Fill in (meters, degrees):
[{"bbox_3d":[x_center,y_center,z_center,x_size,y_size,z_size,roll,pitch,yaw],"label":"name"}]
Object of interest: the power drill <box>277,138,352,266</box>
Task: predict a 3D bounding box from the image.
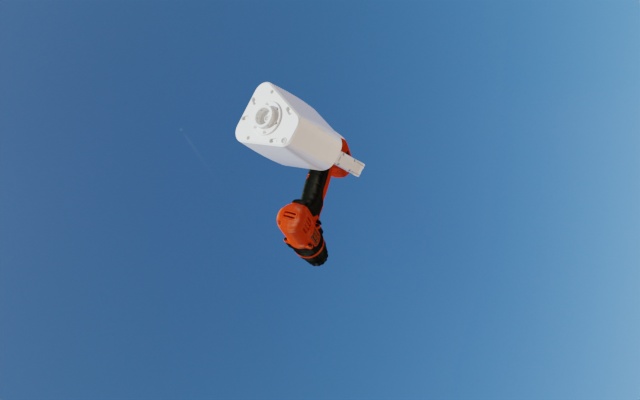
[{"bbox_3d":[0.000,0.002,0.779,0.057,0.187,0.184,12,-22,18],"label":"power drill"}]
